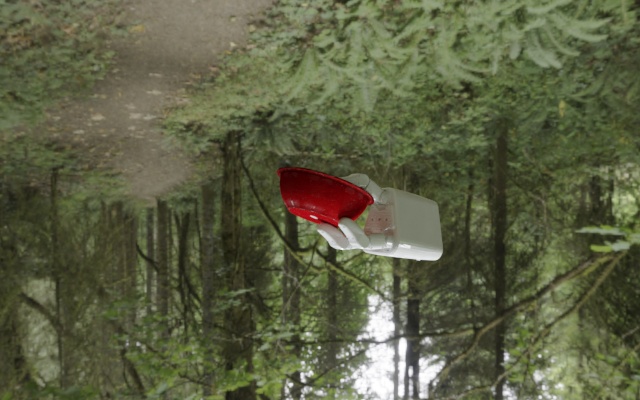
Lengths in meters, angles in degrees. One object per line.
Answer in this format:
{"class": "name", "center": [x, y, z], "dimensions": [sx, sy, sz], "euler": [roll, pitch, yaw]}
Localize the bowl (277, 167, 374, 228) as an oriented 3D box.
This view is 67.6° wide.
{"class": "bowl", "center": [-0.001, 0.002, 0.752], "dimensions": [0.162, 0.055, 0.162], "euler": [17, -12, 4]}
